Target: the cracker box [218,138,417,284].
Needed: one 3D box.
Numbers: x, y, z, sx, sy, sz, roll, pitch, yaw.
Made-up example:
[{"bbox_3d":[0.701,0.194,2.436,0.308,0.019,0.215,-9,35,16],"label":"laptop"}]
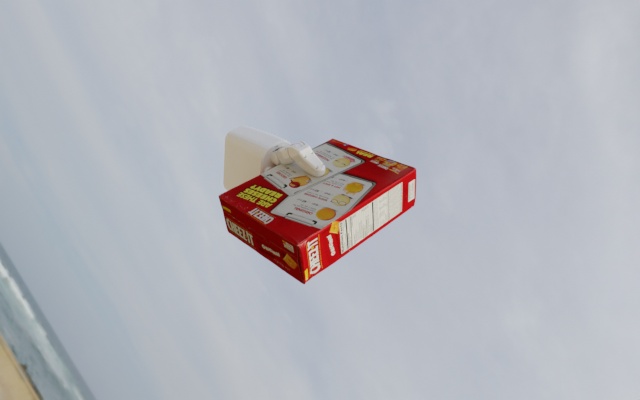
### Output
[{"bbox_3d":[0.000,0.002,0.647,0.213,0.072,0.164,-31,40,-32],"label":"cracker box"}]
